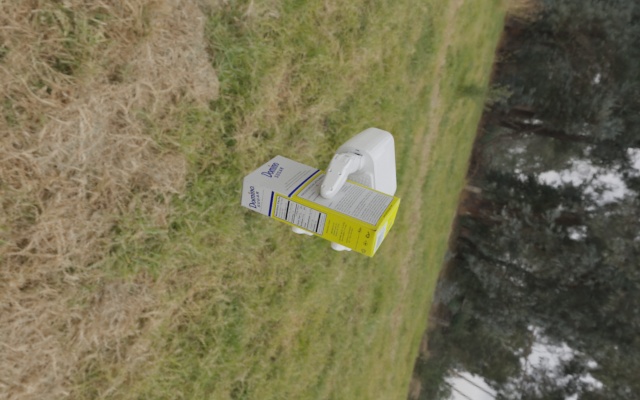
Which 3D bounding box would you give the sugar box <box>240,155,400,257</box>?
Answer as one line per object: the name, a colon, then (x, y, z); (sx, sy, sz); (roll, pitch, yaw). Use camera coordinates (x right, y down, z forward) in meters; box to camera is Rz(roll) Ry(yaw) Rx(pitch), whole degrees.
sugar box: (0.000, 0.002, 0.592); (0.176, 0.048, 0.093); (19, 30, 17)
